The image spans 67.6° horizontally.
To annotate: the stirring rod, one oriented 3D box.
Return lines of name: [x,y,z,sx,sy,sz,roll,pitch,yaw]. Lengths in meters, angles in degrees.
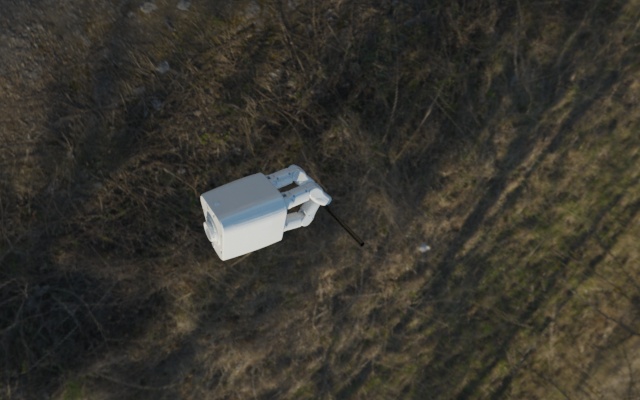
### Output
stirring rod: [0.000,0.003,0.802,0.011,0.011,0.239,0,32,-39]
